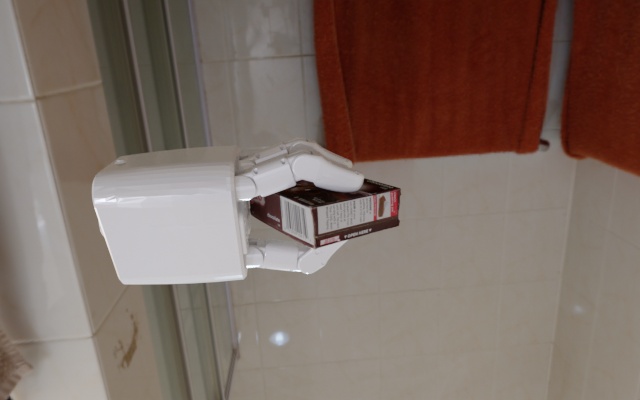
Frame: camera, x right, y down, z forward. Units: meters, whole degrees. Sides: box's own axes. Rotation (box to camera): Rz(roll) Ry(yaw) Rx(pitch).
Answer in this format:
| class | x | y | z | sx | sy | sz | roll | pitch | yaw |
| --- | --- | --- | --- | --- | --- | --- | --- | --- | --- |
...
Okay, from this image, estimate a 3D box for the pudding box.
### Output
| class | x | y | z | sx | sy | sz | roll | pitch | yaw |
| --- | --- | --- | --- | --- | --- | --- | --- | --- | --- |
| pudding box | 0.000 | 0.002 | 0.419 | 0.090 | 0.039 | 0.113 | -13 | 21 | -31 |
